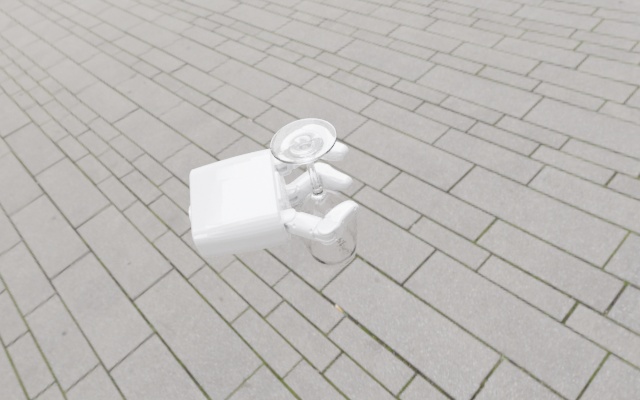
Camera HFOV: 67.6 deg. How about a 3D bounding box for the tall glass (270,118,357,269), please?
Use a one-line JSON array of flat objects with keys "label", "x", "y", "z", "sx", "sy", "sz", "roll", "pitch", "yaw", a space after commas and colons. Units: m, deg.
[{"label": "tall glass", "x": 0.000, "y": 0.001, "z": 0.584, "sx": 0.079, "sy": 0.079, "sz": 0.201, "roll": 0, "pitch": -42, "yaw": 15}]
